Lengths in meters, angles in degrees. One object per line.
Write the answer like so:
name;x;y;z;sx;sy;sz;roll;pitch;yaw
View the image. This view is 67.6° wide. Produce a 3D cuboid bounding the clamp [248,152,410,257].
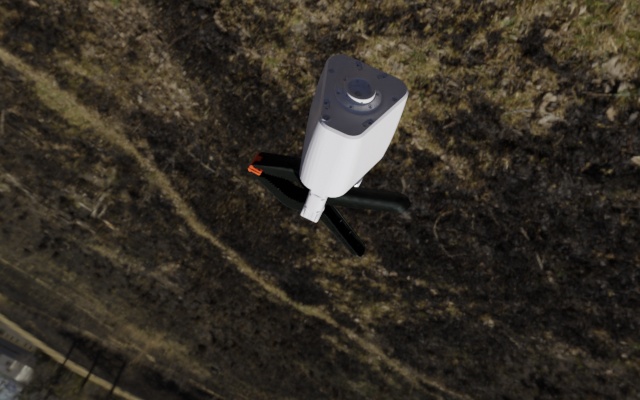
clamp;-0.001;0.002;0.650;0.210;0.036;0.165;25;-34;3
